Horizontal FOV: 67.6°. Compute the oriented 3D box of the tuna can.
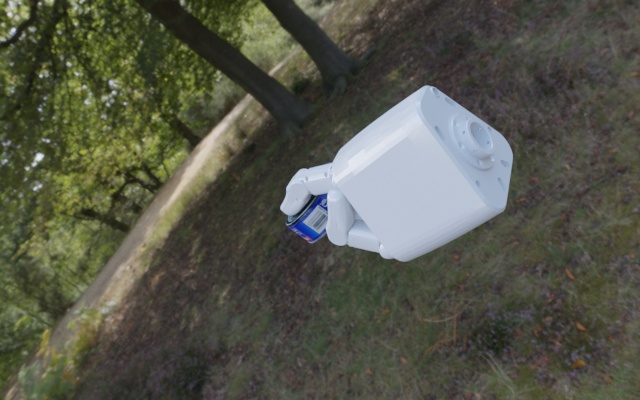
[{"bbox_3d":[0.000,0.001,0.513,0.034,0.086,0.086,36,-9,-13],"label":"tuna can"}]
